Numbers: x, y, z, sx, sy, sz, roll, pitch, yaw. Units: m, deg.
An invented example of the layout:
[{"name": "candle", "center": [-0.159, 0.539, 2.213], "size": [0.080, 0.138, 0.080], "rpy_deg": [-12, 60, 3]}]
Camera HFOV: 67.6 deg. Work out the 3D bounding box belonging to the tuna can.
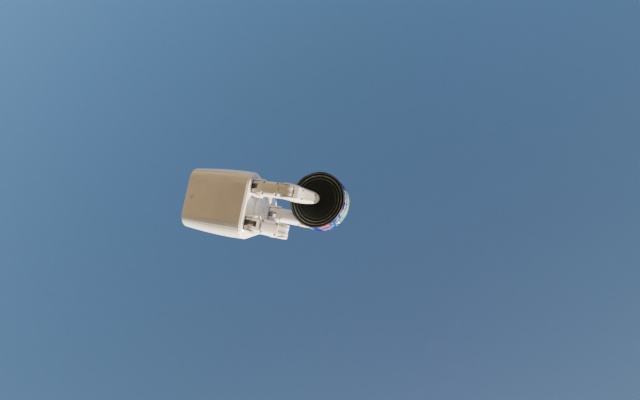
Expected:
[{"name": "tuna can", "center": [0.000, 0.003, 0.721], "size": [0.086, 0.086, 0.034], "rpy_deg": [0, -14, 22]}]
